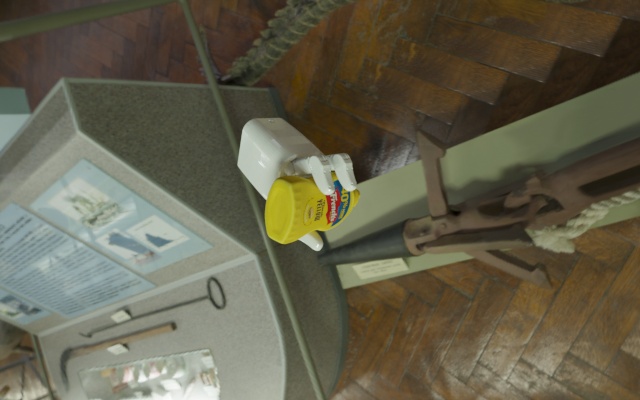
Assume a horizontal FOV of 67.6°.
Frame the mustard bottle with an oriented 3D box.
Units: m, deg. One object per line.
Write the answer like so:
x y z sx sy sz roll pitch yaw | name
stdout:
0.000 0.003 0.745 0.058 0.096 0.191 20 21 35 | mustard bottle
